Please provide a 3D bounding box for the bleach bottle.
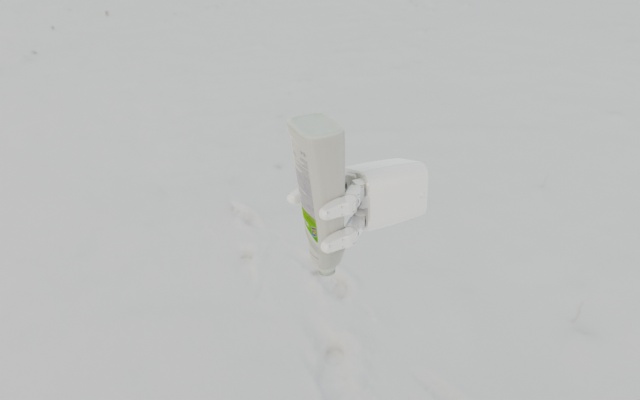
[{"bbox_3d":[0.000,0.002,0.725,0.068,0.251,0.102,-13,31,-16],"label":"bleach bottle"}]
